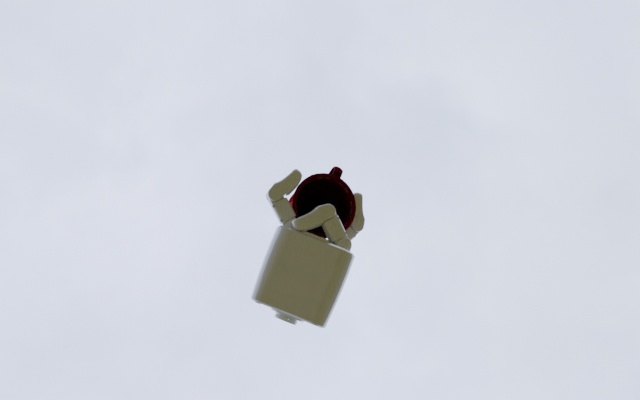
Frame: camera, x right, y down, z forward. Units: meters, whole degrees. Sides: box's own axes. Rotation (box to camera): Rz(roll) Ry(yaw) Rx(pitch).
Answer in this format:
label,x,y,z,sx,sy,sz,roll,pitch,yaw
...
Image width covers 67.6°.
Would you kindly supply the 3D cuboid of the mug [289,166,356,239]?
label,x,y,z,sx,sy,sz,roll,pitch,yaw
mug,0.001,0.001,0.709,0.093,0.117,0.081,25,-15,-10
